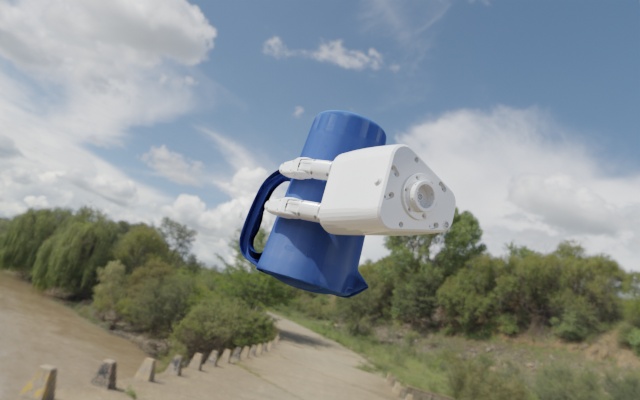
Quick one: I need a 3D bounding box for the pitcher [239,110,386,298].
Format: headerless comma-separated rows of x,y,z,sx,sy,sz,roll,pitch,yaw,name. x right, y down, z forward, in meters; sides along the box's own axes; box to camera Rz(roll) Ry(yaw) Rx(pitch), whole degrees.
0.000,0.002,0.660,0.149,0.242,0.145,24,-15,-27,pitcher
